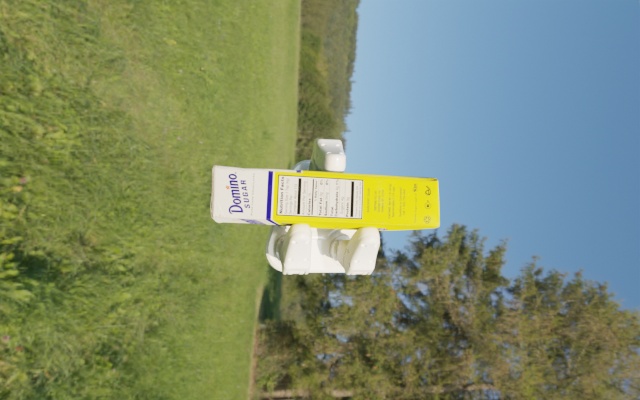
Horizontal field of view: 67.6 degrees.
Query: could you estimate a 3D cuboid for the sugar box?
[{"bbox_3d":[0.000,0.002,0.401,0.176,0.048,0.093,0,-5,-9],"label":"sugar box"}]
